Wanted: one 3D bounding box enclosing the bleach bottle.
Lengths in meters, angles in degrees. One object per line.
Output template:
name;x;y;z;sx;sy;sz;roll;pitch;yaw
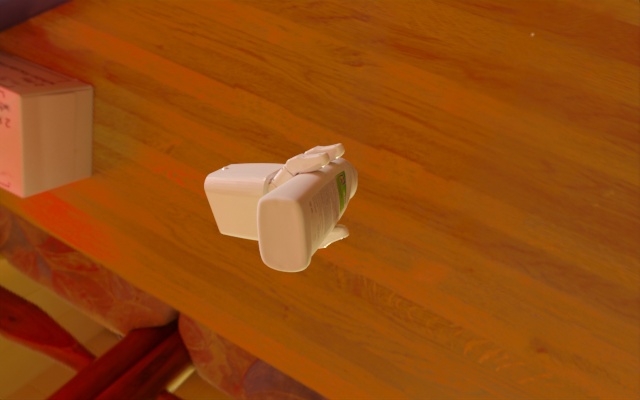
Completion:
bleach bottle;0.000;0.002;0.678;0.068;0.102;0.250;4;19;23
